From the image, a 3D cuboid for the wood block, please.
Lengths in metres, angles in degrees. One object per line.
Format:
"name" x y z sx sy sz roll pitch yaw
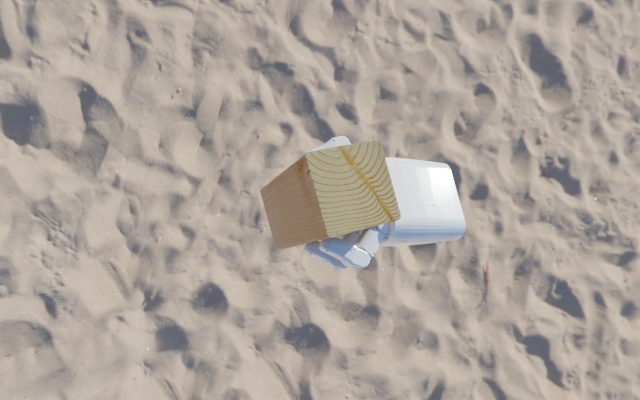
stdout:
"wood block" 0.000 0.002 0.584 0.090 0.091 0.206 -13 -4 -22
